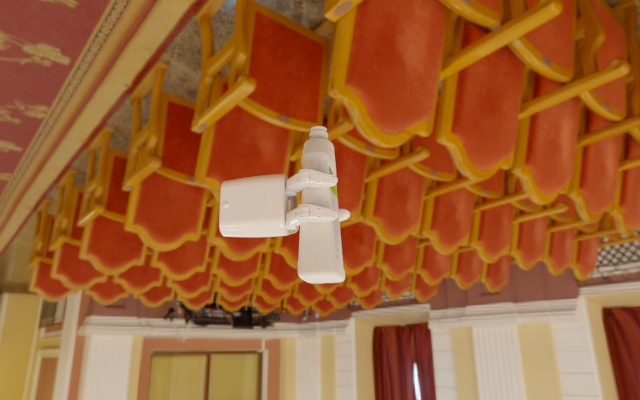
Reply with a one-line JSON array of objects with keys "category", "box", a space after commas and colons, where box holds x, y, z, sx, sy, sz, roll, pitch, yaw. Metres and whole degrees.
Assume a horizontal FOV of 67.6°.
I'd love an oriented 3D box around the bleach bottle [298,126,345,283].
[{"category": "bleach bottle", "box": [0.000, 0.003, 0.776, 0.068, 0.250, 0.102, -4, -18, 10]}]
